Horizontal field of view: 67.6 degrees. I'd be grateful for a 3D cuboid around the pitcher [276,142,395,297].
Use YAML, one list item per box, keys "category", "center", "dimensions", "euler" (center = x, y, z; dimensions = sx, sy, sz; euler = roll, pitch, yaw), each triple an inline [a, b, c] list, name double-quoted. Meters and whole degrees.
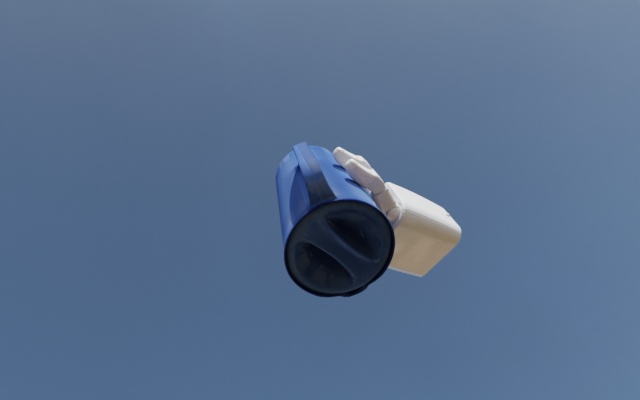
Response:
- category: "pitcher"
  center: [0.000, 0.002, 0.652]
  dimensions: [0.145, 0.149, 0.242]
  euler: [20, 20, -20]
